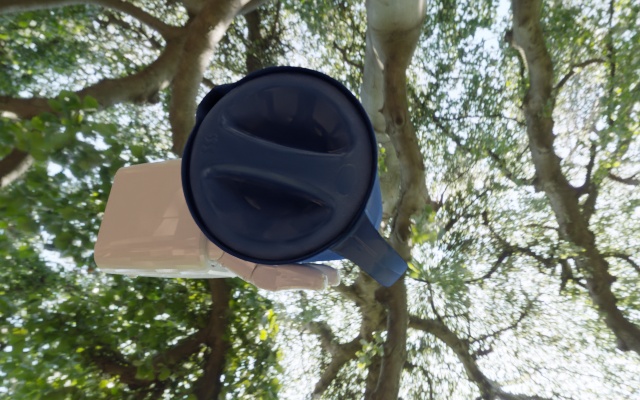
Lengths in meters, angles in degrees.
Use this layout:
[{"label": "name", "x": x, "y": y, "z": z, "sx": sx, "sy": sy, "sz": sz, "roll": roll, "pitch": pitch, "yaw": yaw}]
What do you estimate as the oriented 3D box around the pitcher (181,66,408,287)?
[{"label": "pitcher", "x": 0.000, "y": 0.001, "z": 0.417, "sx": 0.145, "sy": 0.149, "sz": 0.243, "roll": -4, "pitch": -10, "yaw": 11}]
